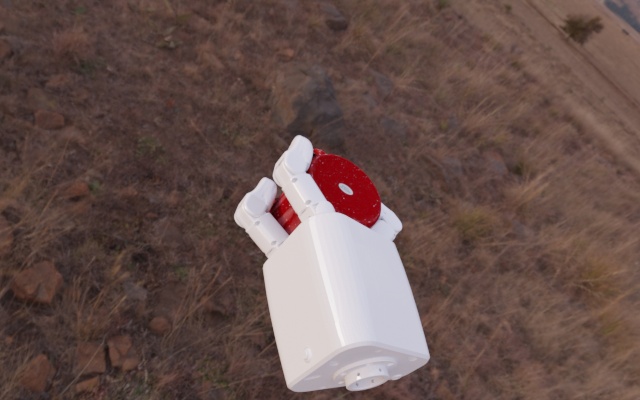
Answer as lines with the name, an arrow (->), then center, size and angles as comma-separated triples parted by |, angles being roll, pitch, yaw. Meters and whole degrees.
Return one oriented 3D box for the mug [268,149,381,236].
mug -> 0.000, 0.000, 0.456 | 0.093, 0.117, 0.081 | 12, -43, -34
